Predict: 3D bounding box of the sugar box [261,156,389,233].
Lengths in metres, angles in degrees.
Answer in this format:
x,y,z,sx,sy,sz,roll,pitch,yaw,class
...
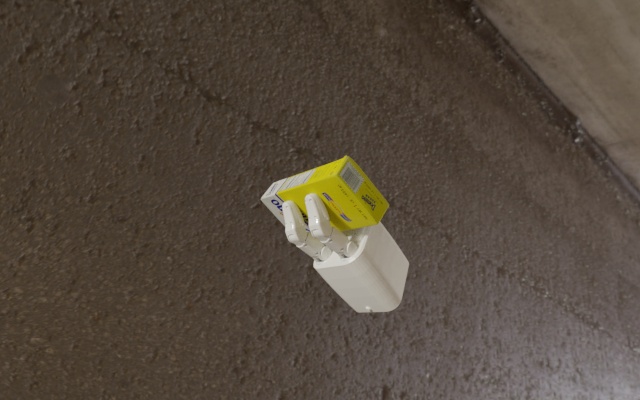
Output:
x,y,z,sx,sy,sz,roll,pitch,yaw,class
0.000,0.003,0.674,0.176,0.093,0.048,-18,30,48,sugar box
